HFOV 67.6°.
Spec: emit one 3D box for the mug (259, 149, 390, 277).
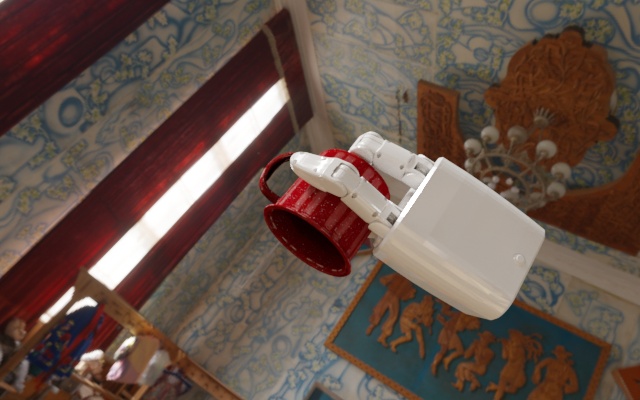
[{"bbox_3d":[-0.001,0.000,0.432,0.117,0.081,0.093,36,-25,6],"label":"mug"}]
